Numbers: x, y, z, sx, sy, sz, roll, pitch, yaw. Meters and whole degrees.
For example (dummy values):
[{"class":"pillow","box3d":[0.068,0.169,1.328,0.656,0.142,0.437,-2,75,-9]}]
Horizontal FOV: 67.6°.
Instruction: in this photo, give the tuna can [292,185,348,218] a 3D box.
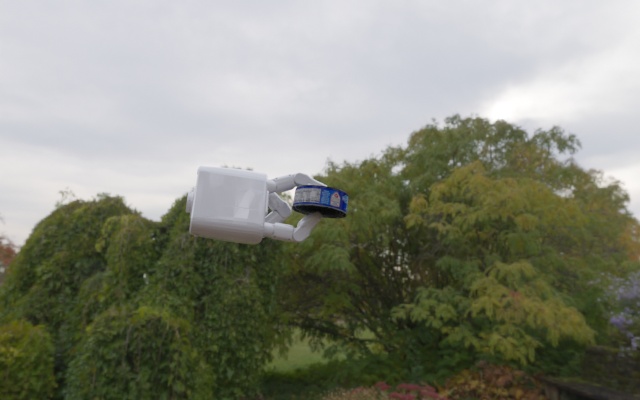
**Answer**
[{"class":"tuna can","box3d":[0.000,0.002,0.744,0.086,0.033,0.086,8,-12,2]}]
